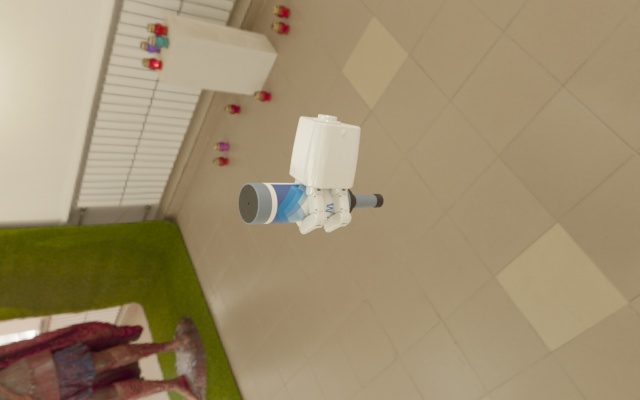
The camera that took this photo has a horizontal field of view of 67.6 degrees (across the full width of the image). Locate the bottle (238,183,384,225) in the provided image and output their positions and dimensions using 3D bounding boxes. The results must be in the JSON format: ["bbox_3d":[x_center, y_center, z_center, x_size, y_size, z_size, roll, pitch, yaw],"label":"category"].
[{"bbox_3d":[0.000,0.003,0.850,0.296,0.069,0.069,-1,1,-39],"label":"bottle"}]
